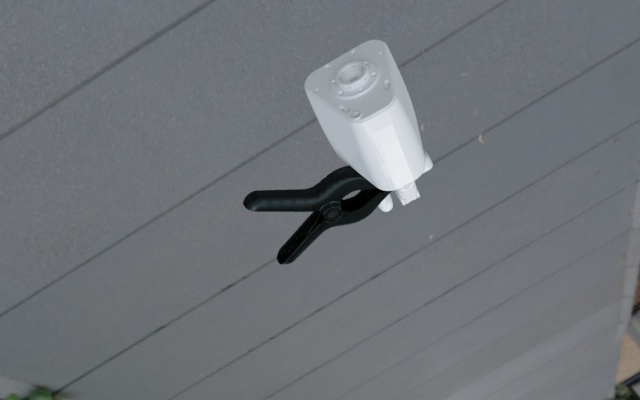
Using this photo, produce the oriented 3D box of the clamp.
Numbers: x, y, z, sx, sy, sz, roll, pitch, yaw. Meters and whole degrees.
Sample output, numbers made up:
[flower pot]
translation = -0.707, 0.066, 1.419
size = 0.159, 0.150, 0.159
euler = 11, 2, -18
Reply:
[clamp]
translation = 0.000, 0.002, 0.543
size = 0.171, 0.039, 0.120
euler = -32, -40, 4
